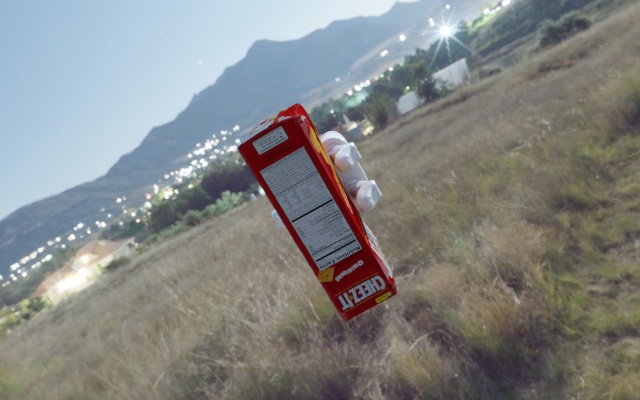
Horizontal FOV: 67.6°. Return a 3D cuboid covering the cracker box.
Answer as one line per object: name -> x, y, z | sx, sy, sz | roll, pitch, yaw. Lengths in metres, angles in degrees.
cracker box -> 0.000, 0.002, 0.542 | 0.072, 0.214, 0.164 | -29, 14, 7
